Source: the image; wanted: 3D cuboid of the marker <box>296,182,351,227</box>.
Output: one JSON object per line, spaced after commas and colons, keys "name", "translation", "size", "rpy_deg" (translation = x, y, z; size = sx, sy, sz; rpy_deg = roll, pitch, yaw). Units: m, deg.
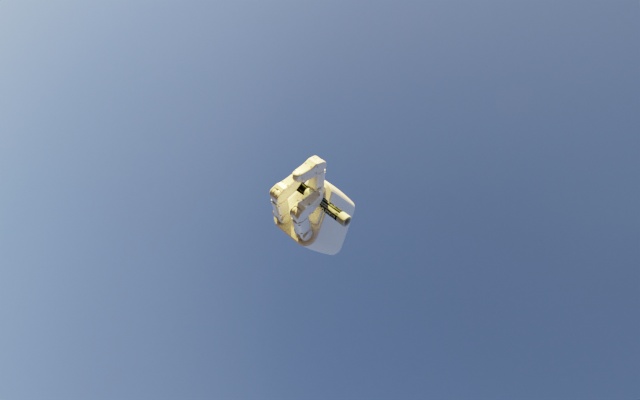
{"name": "marker", "translation": [0.000, 0.002, 0.763], "size": [0.121, 0.020, 0.020], "rpy_deg": [36, 21, 32]}
